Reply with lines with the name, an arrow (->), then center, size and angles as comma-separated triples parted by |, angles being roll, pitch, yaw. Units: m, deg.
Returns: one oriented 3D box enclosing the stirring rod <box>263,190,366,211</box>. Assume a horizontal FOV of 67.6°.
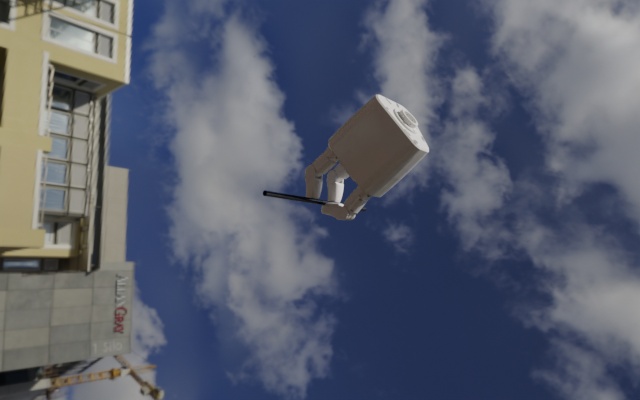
stirring rod -> 0.000, 0.002, 0.760 | 0.011, 0.011, 0.239 | 0, -6, 41
